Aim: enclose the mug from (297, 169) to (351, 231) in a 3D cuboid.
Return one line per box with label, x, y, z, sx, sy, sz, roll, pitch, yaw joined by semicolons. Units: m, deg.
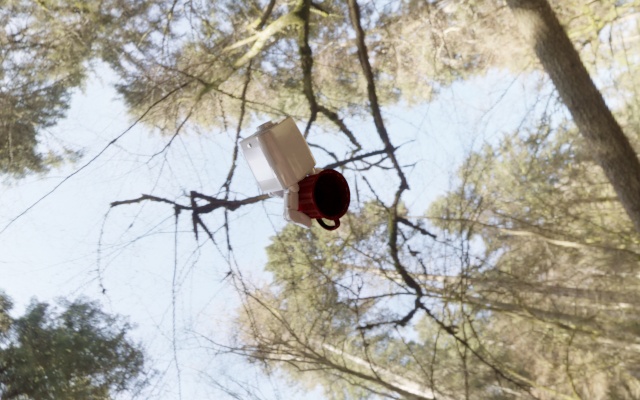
mug;0.001;0.004;0.887;0.093;0.117;0.081;-36;18;-36
